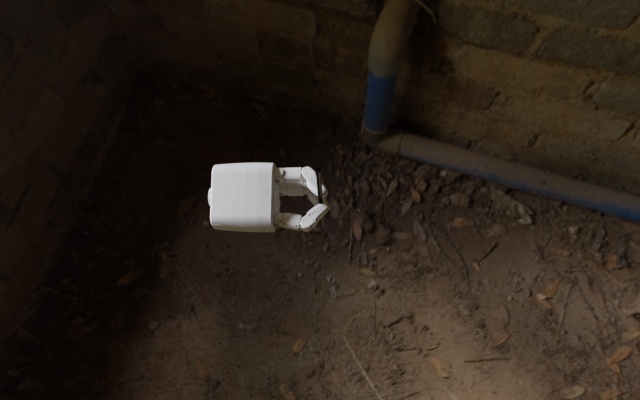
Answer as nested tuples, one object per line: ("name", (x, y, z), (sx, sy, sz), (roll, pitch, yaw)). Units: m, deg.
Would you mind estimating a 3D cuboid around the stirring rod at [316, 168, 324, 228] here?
("stirring rod", (0.000, 0.003, 0.813), (0.011, 0.011, 0.240), (0, -23, 2))
